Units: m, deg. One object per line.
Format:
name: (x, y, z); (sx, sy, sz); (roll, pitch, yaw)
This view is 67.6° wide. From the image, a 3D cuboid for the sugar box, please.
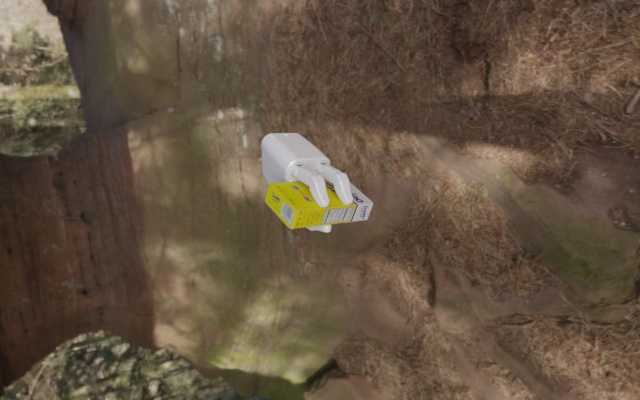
sugar box: (0.000, 0.002, 0.860); (0.176, 0.048, 0.093); (-8, 37, -37)
